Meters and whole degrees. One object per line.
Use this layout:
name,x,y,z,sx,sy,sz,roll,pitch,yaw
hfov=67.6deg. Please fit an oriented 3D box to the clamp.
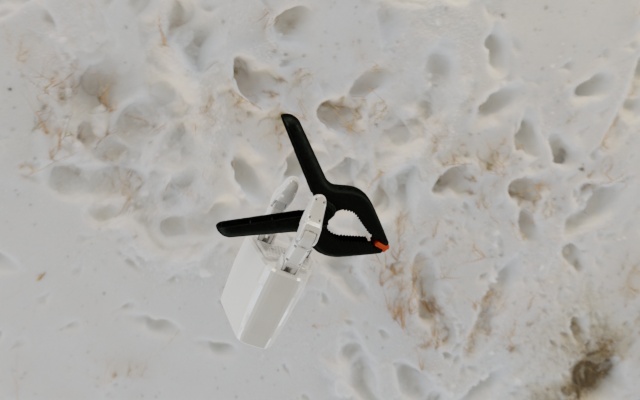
clamp,0.001,0.003,0.583,0.210,0.164,0.036,22,13,-17
